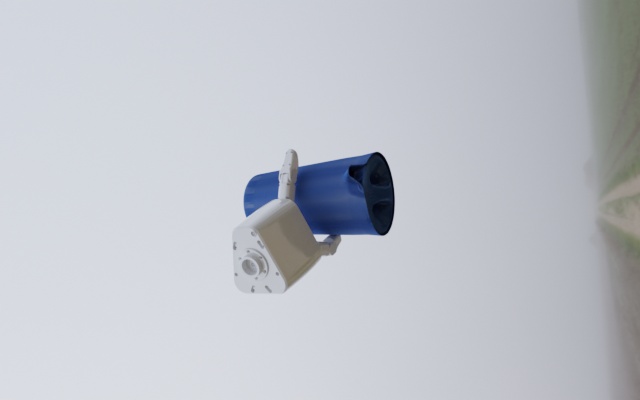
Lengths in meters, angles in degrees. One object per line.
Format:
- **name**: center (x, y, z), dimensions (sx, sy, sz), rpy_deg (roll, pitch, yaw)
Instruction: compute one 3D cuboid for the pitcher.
- **pitcher**: center (0.000, 0.003, 0.813), dimensions (0.243, 0.149, 0.145), rpy_deg (-5, 20, 28)
